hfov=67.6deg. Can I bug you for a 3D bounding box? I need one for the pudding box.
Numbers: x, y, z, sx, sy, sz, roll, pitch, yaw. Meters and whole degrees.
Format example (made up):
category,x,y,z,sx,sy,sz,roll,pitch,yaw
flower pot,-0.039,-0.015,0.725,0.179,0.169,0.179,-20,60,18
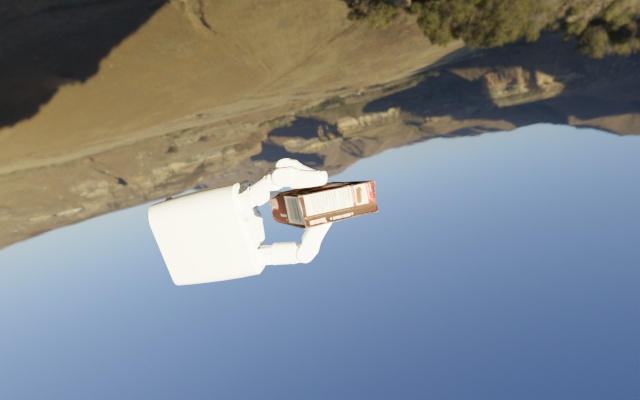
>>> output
category,x,y,z,sx,sy,sz,roll,pitch,yaw
pudding box,0.000,0.002,0.546,0.090,0.039,0.113,-13,8,-21
